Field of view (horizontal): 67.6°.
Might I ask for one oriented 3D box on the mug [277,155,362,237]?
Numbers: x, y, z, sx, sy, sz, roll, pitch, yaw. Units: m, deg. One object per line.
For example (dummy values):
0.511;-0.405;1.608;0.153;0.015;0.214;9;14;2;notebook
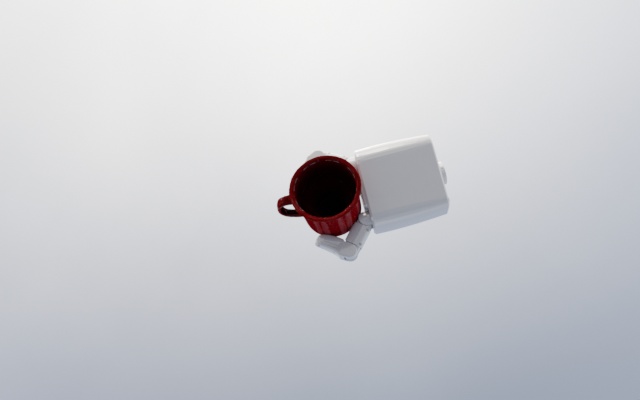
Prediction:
-0.001;0.003;0.639;0.117;0.093;0.081;-13;-25;4;mug
